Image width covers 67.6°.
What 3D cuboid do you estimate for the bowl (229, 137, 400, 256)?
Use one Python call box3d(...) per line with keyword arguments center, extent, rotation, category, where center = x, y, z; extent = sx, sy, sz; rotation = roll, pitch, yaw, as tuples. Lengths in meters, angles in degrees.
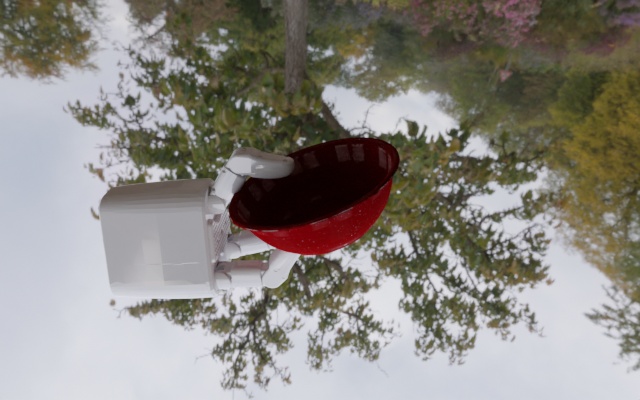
box3d(center=(0.001, 0.002, 0.442), extent=(0.162, 0.055, 0.162), rotation=(-17, 26, 9), category="bowl")
